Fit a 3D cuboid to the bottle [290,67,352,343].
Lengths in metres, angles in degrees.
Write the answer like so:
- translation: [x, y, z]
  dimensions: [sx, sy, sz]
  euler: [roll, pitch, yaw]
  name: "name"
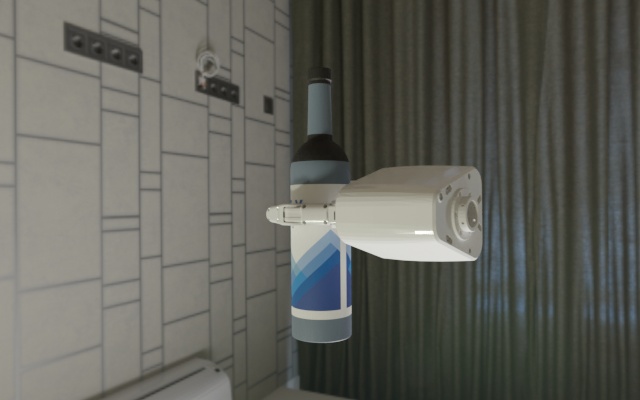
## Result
- translation: [0.000, 0.002, 0.531]
  dimensions: [0.069, 0.295, 0.069]
  euler: [-1, 0, 0]
  name: "bottle"
